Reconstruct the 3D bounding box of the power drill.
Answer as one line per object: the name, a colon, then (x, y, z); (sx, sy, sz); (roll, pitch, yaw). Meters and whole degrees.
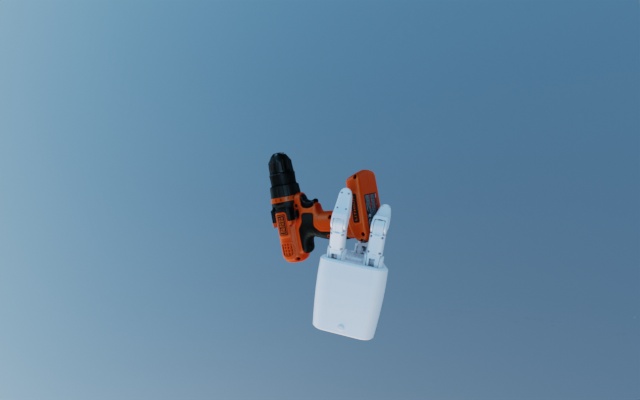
power drill: (0.000, 0.003, 0.755); (0.187, 0.184, 0.057); (-9, 4, 38)
